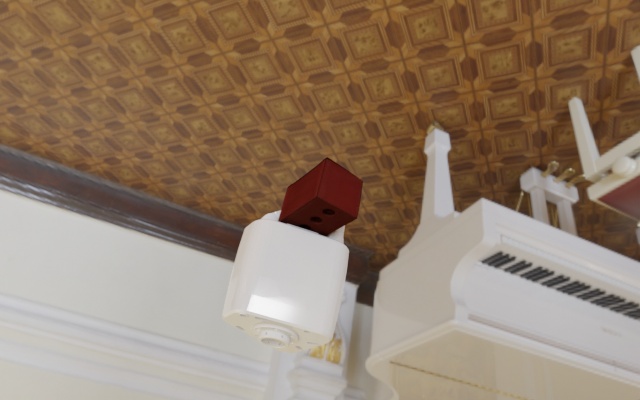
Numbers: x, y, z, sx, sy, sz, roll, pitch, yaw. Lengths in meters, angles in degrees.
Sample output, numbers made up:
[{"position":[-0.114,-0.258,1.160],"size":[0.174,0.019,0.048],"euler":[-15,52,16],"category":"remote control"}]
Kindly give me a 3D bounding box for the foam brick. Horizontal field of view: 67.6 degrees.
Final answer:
[{"position":[0.000,0.001,0.513],"size":[0.053,0.051,0.078],"euler":[30,-39,-23],"category":"foam brick"}]
